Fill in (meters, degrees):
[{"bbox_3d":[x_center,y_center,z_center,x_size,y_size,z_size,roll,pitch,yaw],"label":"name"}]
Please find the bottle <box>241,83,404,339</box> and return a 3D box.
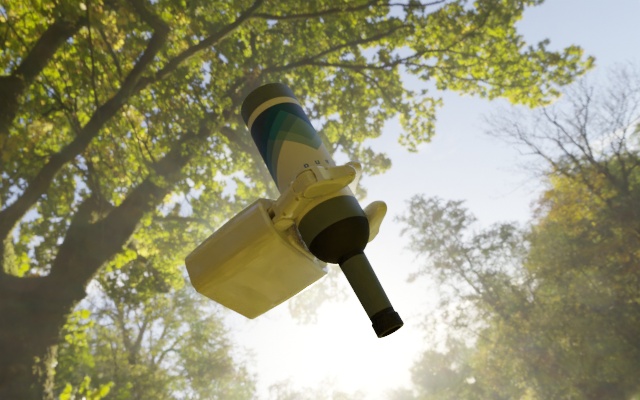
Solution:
[{"bbox_3d":[0.000,0.001,0.489,0.069,0.295,0.069,-22,-29,-13],"label":"bottle"}]
